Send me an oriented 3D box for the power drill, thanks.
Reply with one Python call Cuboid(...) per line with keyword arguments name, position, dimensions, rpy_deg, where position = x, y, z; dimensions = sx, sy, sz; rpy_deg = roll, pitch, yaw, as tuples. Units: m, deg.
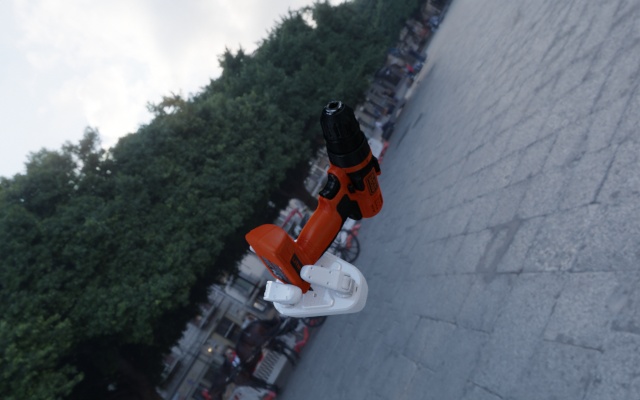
Cuboid(name="power drill", position=(0.000, 0.002, 0.561), dimensions=(0.057, 0.187, 0.185), rpy_deg=(24, -27, 38))
